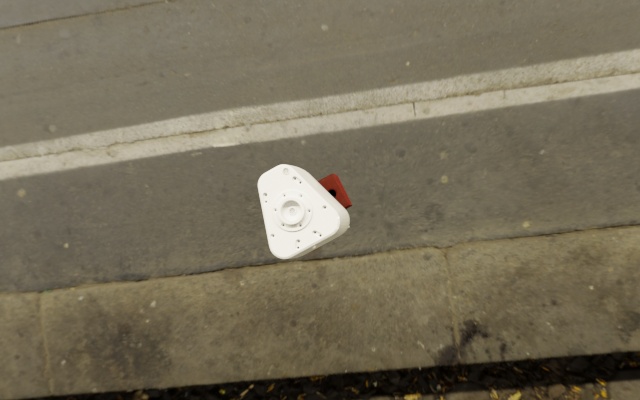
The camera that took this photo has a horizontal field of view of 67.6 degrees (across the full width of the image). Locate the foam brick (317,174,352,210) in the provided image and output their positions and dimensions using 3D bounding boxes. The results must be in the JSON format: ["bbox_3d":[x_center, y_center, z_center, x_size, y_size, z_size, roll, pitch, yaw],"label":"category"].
[{"bbox_3d":[0.000,0.002,0.692,0.078,0.053,0.051,-29,-5,6],"label":"foam brick"}]
